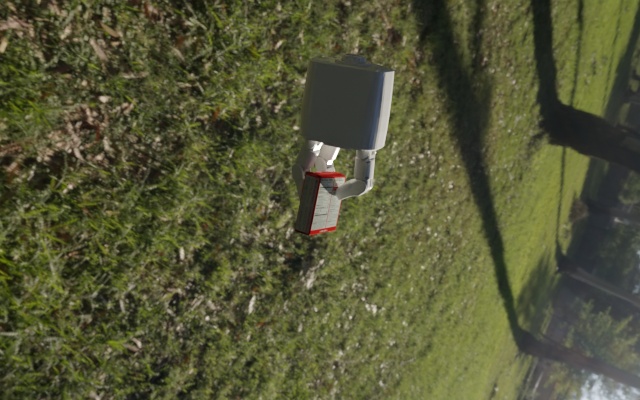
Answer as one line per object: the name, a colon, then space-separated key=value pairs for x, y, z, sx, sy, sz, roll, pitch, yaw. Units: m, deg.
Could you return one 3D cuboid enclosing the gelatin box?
gelatin box: x=0.000 y=0.003 z=0.696 sx=0.030 sy=0.089 sz=0.073 roll=16 pitch=12 yaw=30
